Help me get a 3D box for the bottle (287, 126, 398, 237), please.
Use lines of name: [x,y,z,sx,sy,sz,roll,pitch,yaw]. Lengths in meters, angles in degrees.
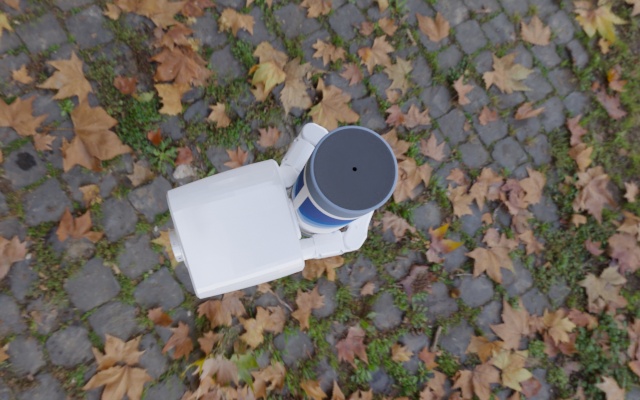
bottle: [0.000,0.002,0.491,0.069,0.069,0.296,0,-10,-10]
